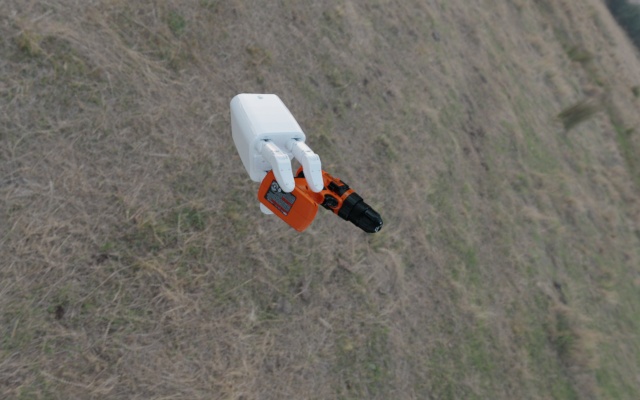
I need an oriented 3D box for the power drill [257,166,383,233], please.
[{"bbox_3d":[0.000,0.002,0.784,0.184,0.057,0.187,35,19,21],"label":"power drill"}]
